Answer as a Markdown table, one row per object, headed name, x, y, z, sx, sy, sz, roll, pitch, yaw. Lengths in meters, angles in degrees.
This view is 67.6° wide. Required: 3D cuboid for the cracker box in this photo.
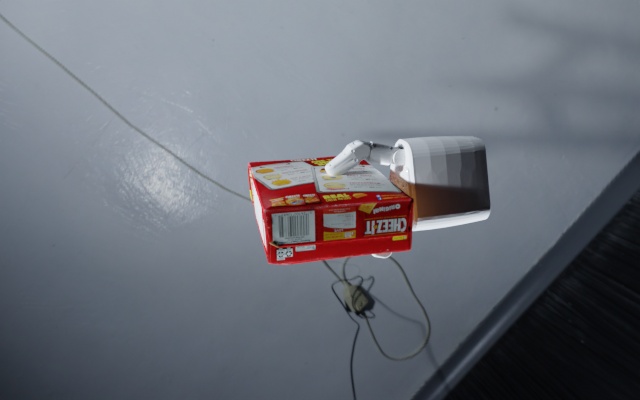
| name | x | y | z | sx | sy | sz | roll | pitch | yaw |
| --- | --- | --- | --- | --- | --- | --- | --- | --- | --- |
| cracker box | 0.000 | 0.002 | 0.602 | 0.164 | 0.072 | 0.213 | -5 | 19 | -11 |
